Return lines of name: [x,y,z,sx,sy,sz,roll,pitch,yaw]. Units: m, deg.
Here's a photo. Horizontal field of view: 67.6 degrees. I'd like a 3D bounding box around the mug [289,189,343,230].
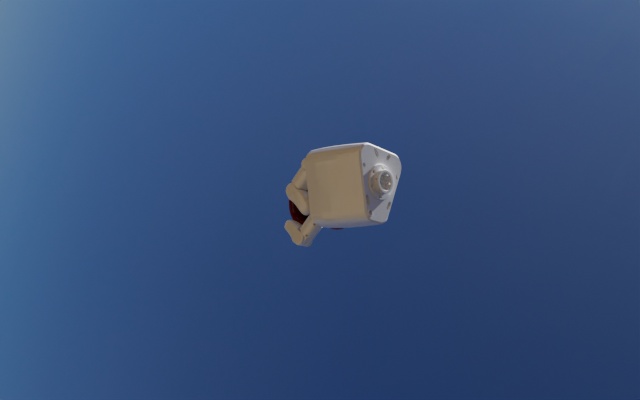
mug: [-0.001,0.003,0.794,0.081,0.093,0.117,15,-12,-41]
